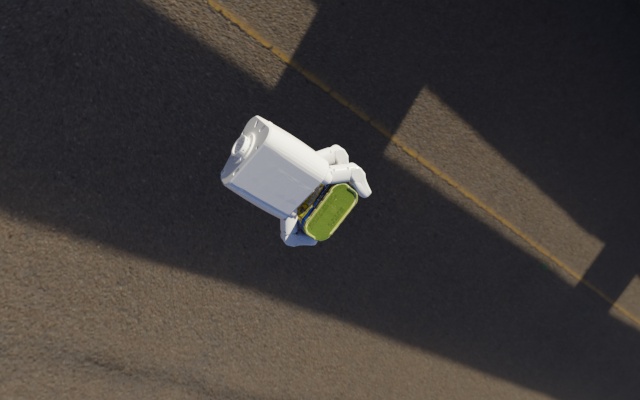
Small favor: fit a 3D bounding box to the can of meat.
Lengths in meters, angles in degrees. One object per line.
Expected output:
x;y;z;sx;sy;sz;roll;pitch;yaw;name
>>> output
0.000;0.003;0.739;0.057;0.102;0.084;33;7;-33;can of meat
